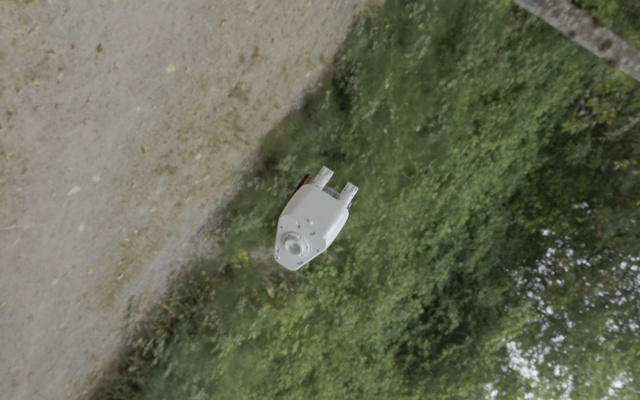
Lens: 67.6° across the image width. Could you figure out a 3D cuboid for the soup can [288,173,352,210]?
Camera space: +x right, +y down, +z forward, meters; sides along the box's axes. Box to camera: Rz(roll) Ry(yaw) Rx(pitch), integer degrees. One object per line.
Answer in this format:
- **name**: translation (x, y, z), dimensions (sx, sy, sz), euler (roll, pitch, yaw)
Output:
- **soup can**: translation (0.001, 0.003, 0.900), dimensions (0.102, 0.068, 0.068), euler (33, 1, 2)
